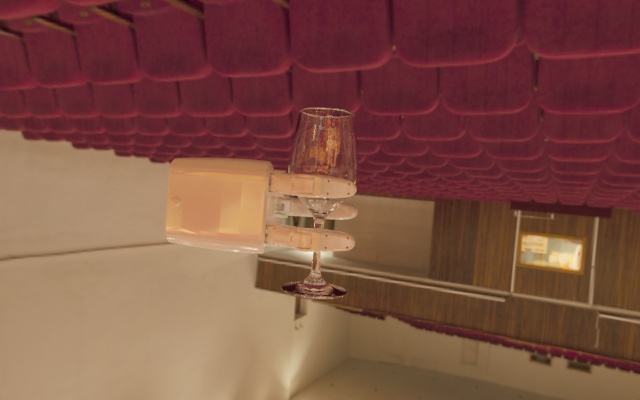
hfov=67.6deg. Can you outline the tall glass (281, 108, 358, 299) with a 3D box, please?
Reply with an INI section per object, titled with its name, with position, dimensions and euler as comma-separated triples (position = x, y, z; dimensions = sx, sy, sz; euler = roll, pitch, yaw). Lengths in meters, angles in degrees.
[tall glass]
position = 0.000, 0.002, 0.532
dimensions = 0.079, 0.201, 0.079
euler = 5, 2, 0
